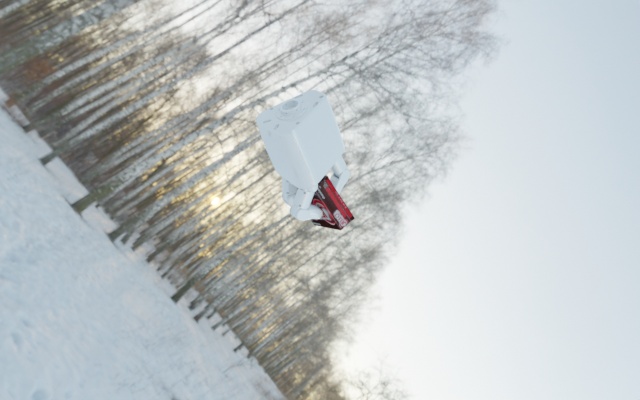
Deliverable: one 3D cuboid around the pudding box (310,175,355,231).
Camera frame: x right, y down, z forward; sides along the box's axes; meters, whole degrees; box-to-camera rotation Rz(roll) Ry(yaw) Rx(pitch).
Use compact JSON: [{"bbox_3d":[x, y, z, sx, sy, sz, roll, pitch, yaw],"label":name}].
[{"bbox_3d":[0.000,0.003,0.821,0.039,0.090,0.113,-37,16,-17],"label":"pudding box"}]
